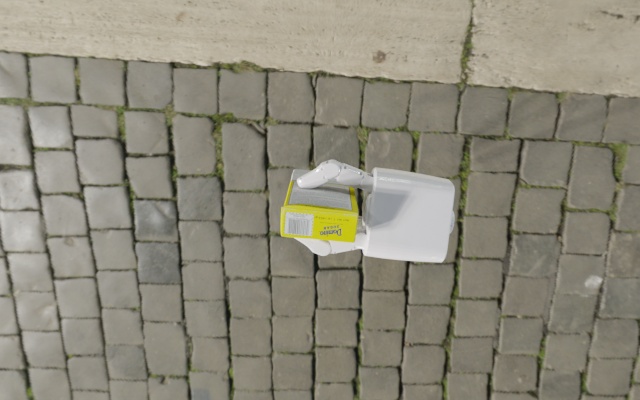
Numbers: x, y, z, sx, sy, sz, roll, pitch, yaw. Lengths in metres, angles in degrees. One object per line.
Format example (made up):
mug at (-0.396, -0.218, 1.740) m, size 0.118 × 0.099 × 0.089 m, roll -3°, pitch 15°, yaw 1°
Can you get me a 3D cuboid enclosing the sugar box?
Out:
sugar box at (0.000, 0.003, 0.651) m, size 0.093 × 0.048 × 0.176 m, roll 6°, pitch 16°, yaw 0°
